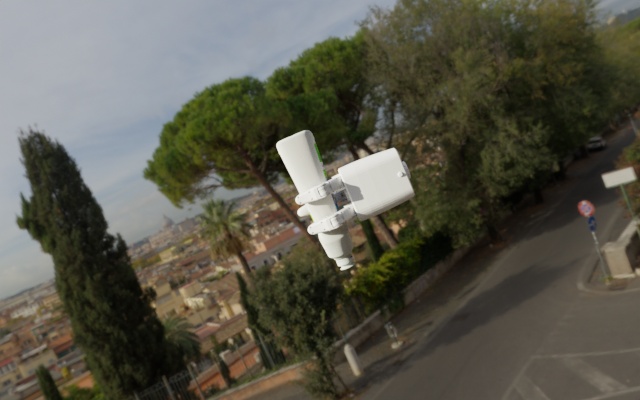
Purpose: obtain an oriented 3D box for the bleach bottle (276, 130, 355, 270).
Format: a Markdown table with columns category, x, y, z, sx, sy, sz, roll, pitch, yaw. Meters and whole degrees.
| category | x | y | z | sx | sy | sz | roll | pitch | yaw |
| --- | --- | --- | --- | --- | --- | --- | --- | --- | --- |
| bleach bottle | 0.000 | 0.003 | 0.855 | 0.068 | 0.251 | 0.102 | -23 | 4 | 3 |
